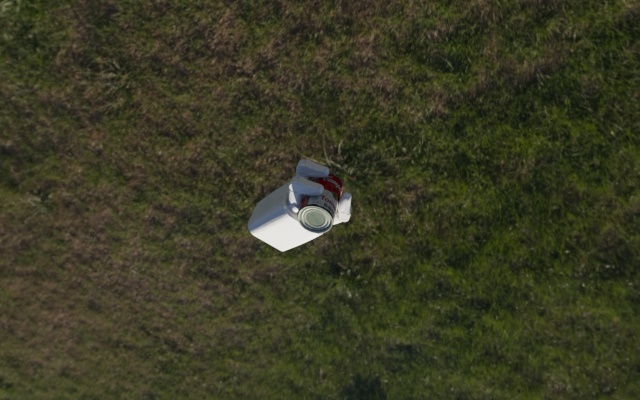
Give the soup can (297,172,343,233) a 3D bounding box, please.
[{"bbox_3d":[0.001,0.003,0.880,0.068,0.069,0.102,0,38,15],"label":"soup can"}]
